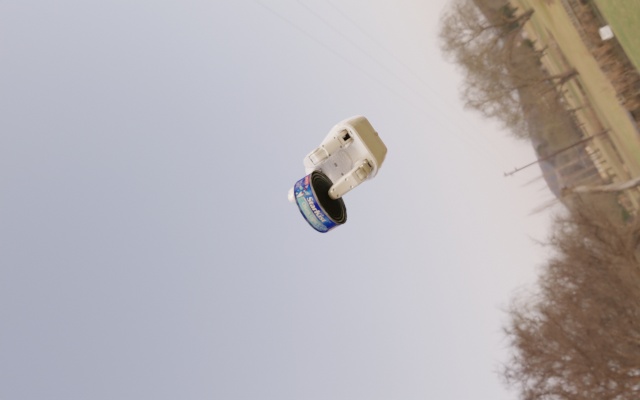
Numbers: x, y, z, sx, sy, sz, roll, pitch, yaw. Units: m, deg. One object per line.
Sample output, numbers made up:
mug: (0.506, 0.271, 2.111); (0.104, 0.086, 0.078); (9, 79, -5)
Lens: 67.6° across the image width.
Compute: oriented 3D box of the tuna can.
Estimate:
tuna can: (0.000, 0.002, 0.673); (0.034, 0.086, 0.086); (-30, -13, 23)
